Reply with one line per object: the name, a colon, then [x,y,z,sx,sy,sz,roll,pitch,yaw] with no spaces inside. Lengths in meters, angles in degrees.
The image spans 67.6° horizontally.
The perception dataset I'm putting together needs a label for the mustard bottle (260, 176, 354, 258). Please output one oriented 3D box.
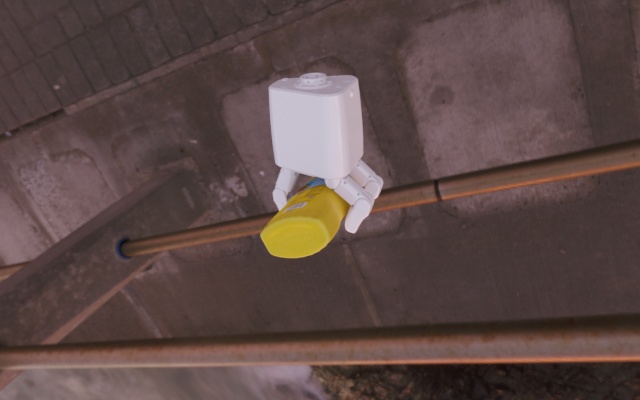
mustard bottle: [0.000,0.003,0.650,0.096,0.058,0.191,-18,20,30]
